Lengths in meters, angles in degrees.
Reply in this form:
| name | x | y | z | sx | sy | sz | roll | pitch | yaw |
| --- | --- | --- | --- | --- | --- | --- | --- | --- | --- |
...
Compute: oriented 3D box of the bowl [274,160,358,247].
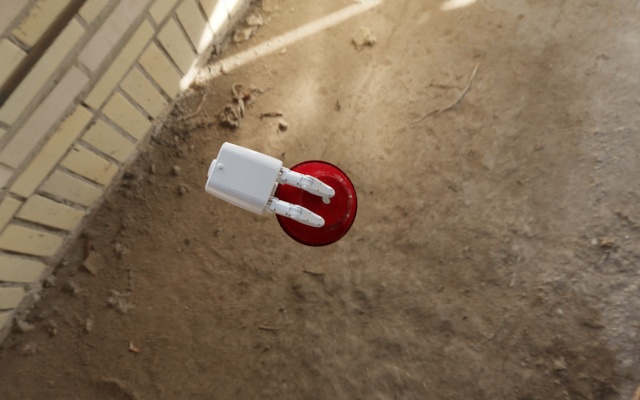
| name | x | y | z | sx | sy | sz | roll | pitch | yaw |
| --- | --- | --- | --- | --- | --- | --- | --- | --- | --- |
| bowl | 0.002 | 0.003 | 0.858 | 0.162 | 0.162 | 0.055 | 0 | -5 | -17 |
